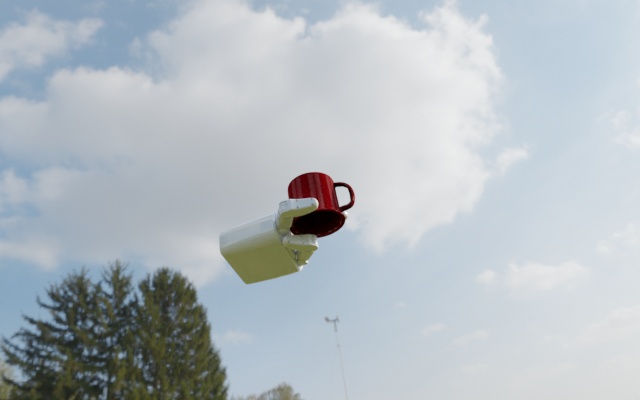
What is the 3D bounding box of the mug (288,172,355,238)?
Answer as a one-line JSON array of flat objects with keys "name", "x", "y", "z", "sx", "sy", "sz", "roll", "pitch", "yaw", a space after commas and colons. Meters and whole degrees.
[{"name": "mug", "x": 0.001, "y": 0.002, "z": 0.796, "sx": 0.117, "sy": 0.081, "sz": 0.093, "roll": -18, "pitch": -33, "yaw": 12}]
